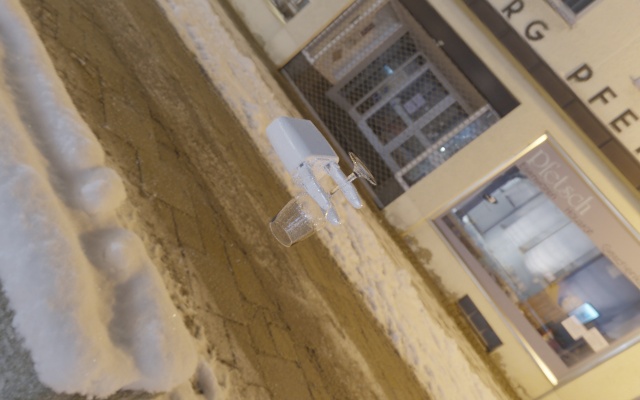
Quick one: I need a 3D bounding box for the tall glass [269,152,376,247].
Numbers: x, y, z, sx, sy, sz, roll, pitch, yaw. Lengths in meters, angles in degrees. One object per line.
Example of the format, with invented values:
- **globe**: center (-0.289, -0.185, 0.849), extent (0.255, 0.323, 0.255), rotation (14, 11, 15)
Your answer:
- **tall glass**: center (0.001, 0.003, 0.869), extent (0.201, 0.079, 0.079), rotation (-39, -11, 14)
